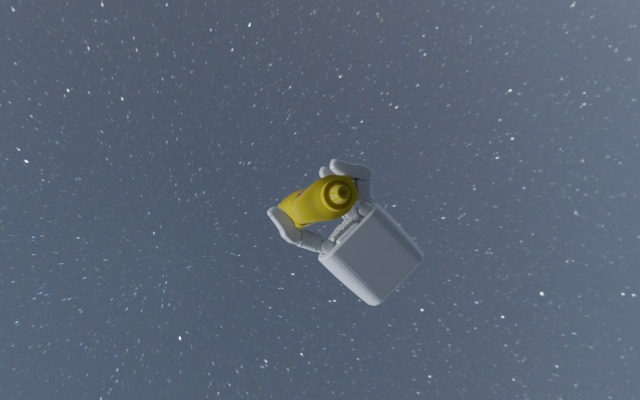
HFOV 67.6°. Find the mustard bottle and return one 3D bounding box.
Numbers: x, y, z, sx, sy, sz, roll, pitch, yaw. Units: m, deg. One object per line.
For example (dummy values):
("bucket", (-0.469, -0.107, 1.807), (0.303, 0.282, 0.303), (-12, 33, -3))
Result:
("mustard bottle", (0.000, 0.002, 0.675), (0.096, 0.058, 0.191), (-23, 1, -19))
